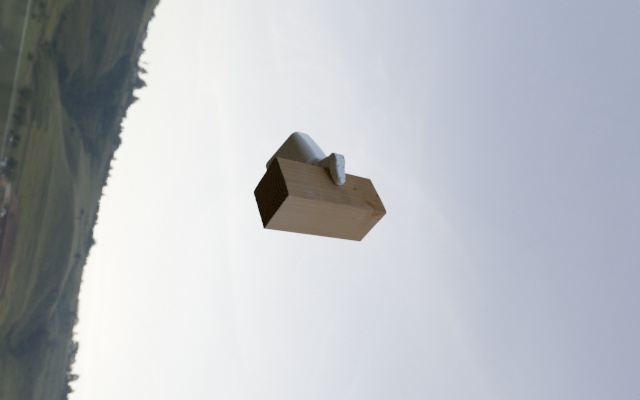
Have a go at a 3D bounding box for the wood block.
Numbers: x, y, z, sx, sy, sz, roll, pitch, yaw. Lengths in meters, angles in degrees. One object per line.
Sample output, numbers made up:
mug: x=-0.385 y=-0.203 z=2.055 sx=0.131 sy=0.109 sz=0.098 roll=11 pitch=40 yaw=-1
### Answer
wood block: x=0.000 y=0.002 z=0.840 sx=0.206 sy=0.090 sz=0.091 roll=10 pitch=-47 yaw=-34
